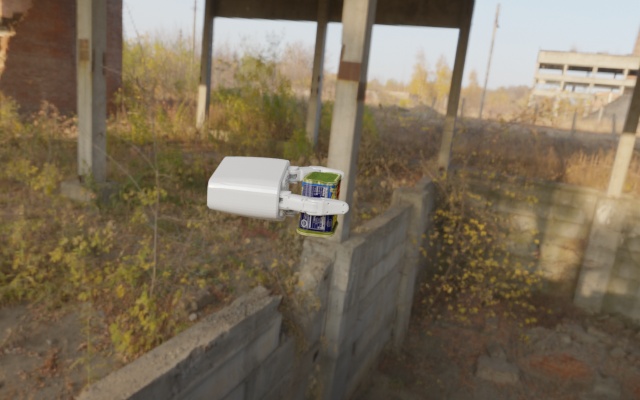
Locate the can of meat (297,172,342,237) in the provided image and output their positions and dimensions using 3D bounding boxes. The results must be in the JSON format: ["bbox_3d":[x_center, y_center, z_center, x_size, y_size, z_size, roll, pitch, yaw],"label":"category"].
[{"bbox_3d":[0.000,0.002,0.742,0.057,0.084,0.102,6,12,7],"label":"can of meat"}]
